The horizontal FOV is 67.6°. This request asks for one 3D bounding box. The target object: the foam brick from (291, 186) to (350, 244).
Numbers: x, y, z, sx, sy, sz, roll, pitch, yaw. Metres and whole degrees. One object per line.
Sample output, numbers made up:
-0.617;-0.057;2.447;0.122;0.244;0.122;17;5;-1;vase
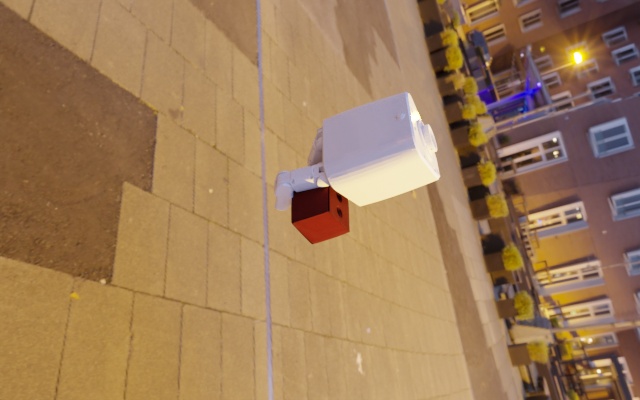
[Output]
0.000;0.002;0.569;0.051;0.078;0.053;-17;-39;22;foam brick
